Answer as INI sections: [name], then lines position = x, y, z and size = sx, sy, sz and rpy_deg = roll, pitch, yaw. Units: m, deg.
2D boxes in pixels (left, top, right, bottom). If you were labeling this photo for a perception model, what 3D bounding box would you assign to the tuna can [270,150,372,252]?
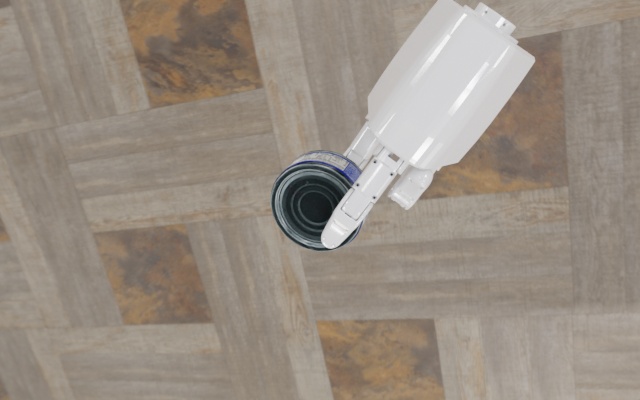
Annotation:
[tuna can]
position = 0.000, 0.002, 0.420
size = 0.086, 0.086, 0.033
rpy_deg = 0, 23, 19
